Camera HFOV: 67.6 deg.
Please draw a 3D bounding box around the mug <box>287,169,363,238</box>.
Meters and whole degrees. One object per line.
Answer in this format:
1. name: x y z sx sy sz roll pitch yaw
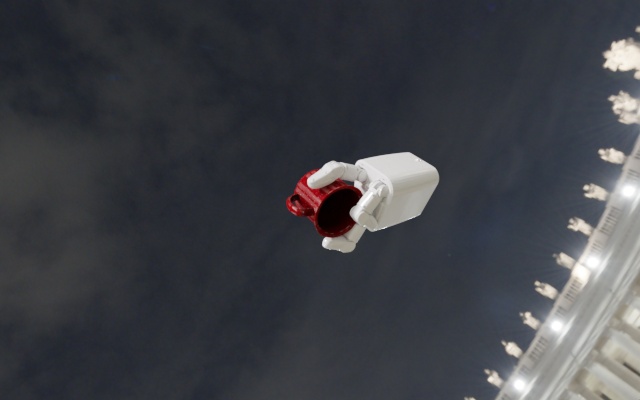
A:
1. mug: -0.001 0.003 0.767 0.117 0.093 0.081 -12 34 -30
